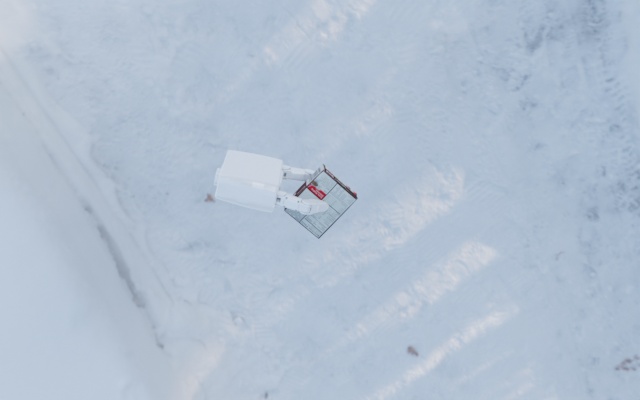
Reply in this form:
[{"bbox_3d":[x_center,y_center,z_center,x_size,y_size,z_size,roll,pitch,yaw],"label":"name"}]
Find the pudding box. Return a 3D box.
[{"bbox_3d":[0.000,0.003,0.898,0.090,0.113,0.039,40,15,-15],"label":"pudding box"}]
